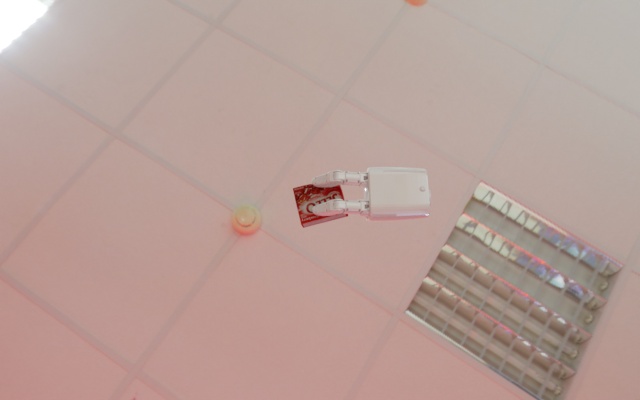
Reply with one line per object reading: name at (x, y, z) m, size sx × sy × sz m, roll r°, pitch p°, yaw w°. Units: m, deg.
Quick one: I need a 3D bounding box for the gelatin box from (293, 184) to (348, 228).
gelatin box at (0.000, 0.003, 0.881) m, size 0.089 × 0.073 × 0.030 m, roll -15°, pitch -20°, yaw 1°
